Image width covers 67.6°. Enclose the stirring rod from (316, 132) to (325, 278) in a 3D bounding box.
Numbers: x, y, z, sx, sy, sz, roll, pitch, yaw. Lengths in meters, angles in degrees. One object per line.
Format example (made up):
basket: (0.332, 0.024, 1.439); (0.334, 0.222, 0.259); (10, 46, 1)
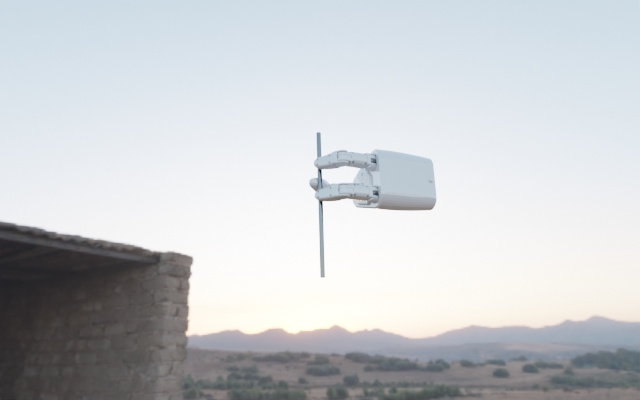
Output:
stirring rod: (0.000, 0.003, 0.762); (0.011, 0.239, 0.011); (-2, -17, 0)
